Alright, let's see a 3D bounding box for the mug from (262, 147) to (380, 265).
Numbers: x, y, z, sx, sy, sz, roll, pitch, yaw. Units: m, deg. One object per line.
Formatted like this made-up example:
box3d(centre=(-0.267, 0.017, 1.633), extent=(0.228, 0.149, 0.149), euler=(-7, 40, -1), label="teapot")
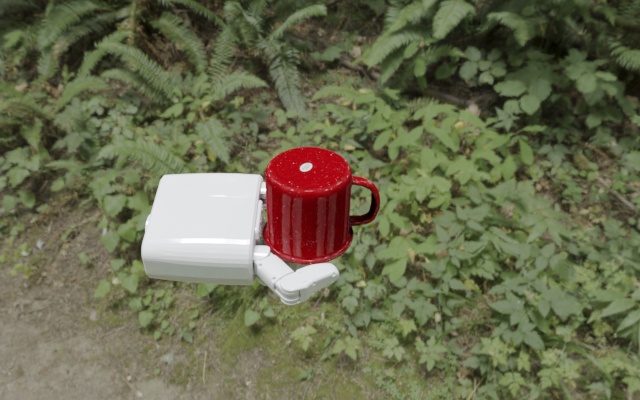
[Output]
box3d(centre=(0.002, 0.001, 0.465), extent=(0.117, 0.082, 0.093), euler=(1, 37, -1), label="mug")
